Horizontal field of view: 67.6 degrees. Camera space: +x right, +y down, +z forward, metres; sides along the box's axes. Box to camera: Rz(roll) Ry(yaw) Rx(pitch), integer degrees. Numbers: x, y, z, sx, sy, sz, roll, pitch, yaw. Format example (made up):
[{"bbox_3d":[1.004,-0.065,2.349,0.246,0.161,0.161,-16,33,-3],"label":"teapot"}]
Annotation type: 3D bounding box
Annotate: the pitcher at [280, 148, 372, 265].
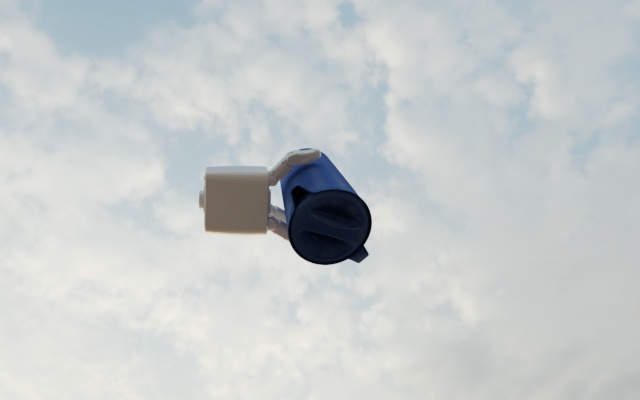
[{"bbox_3d":[0.000,0.003,0.838,0.145,0.149,0.242,-1,25,-11],"label":"pitcher"}]
